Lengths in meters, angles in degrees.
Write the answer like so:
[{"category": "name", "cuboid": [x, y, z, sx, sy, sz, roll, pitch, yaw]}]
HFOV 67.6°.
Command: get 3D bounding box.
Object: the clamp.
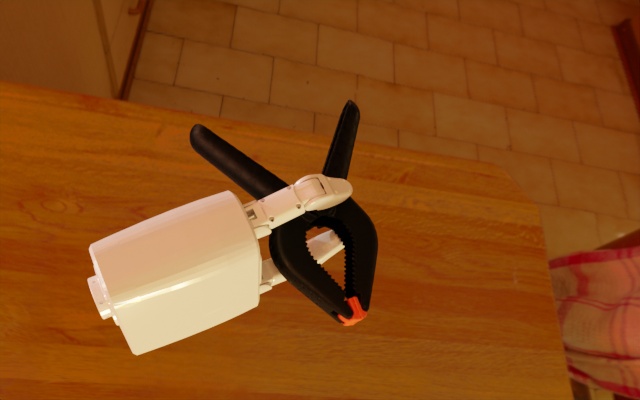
[{"category": "clamp", "cuboid": [0.000, 0.002, 0.418, 0.164, 0.210, 0.036, -21, -17, -23]}]
